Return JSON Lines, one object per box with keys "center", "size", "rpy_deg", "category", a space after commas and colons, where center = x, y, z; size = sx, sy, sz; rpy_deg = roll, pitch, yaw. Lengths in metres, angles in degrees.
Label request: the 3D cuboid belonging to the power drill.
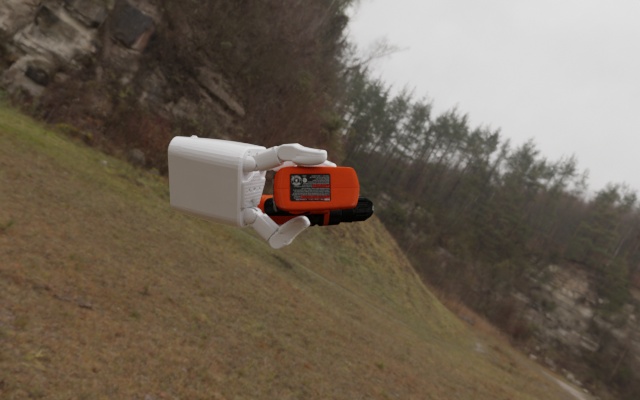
{"center": [0.000, 0.002, 0.671], "size": [0.184, 0.057, 0.188], "rpy_deg": [-2, -12, -7], "category": "power drill"}
